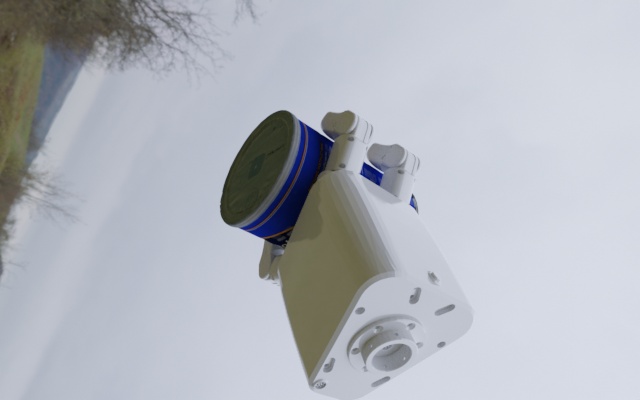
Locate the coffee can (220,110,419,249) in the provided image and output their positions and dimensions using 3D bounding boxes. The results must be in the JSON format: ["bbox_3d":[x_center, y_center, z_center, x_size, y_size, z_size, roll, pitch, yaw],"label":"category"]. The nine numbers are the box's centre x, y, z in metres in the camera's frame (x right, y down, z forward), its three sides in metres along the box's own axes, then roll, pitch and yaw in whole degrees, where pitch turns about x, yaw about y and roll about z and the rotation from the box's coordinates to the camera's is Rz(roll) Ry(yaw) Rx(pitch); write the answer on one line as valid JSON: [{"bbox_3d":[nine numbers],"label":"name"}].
[{"bbox_3d":[0.000,0.001,0.415,0.140,0.102,0.103,29,-15,-30],"label":"coffee can"}]
